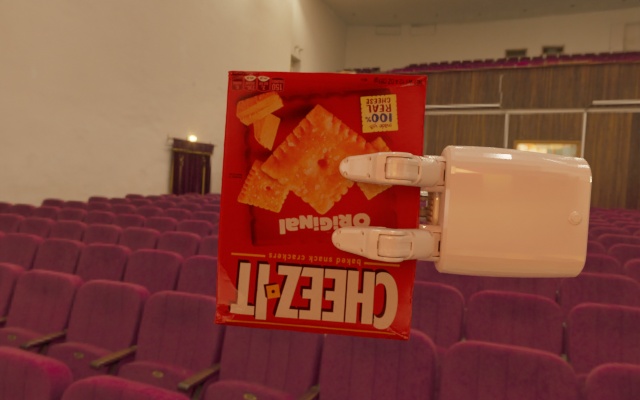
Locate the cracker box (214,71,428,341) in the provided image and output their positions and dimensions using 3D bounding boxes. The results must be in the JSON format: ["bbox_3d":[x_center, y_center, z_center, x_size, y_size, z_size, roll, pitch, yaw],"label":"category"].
[{"bbox_3d":[0.000,0.001,0.410,0.164,0.213,0.072,4,1,5],"label":"cracker box"}]
